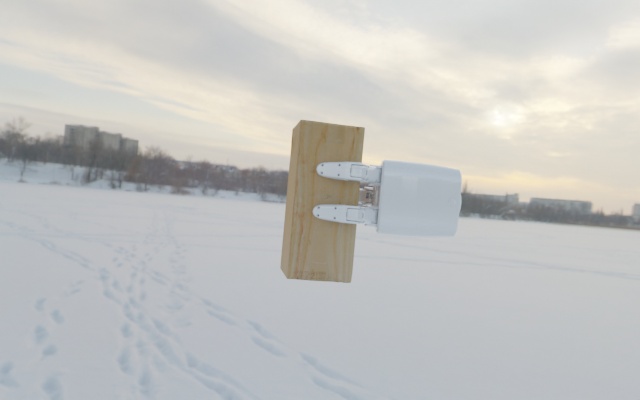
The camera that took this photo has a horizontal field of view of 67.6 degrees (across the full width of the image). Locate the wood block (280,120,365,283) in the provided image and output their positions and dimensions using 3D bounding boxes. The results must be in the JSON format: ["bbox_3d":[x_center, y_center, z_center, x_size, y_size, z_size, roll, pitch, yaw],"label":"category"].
[{"bbox_3d":[0.000,0.002,0.664,0.090,0.206,0.091,5,0,-10],"label":"wood block"}]
